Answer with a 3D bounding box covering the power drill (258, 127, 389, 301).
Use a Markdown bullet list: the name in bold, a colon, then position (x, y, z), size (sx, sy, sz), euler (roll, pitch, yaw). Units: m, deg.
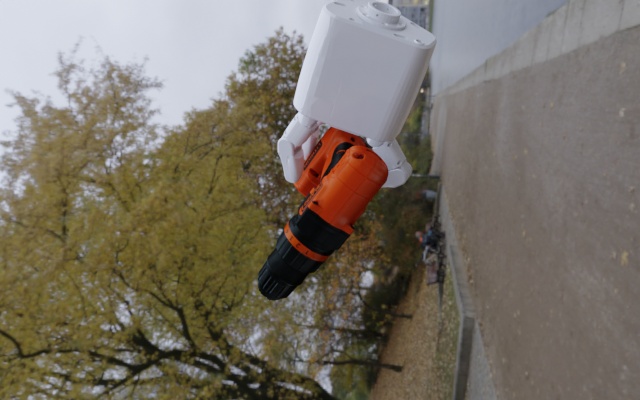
- **power drill**: position (0.000, 0.001, 0.522), size (0.057, 0.184, 0.187), euler (34, 20, -13)
